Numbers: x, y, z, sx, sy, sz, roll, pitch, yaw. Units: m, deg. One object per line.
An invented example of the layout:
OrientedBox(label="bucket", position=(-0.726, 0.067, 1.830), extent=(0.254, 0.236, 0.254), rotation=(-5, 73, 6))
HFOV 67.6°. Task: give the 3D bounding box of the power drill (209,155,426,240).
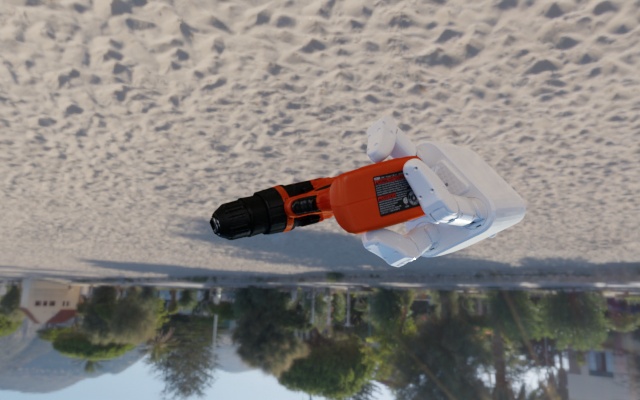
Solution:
OrientedBox(label="power drill", position=(0.001, 0.002, 0.479), extent=(0.184, 0.057, 0.187), rotation=(-16, 6, -31))
